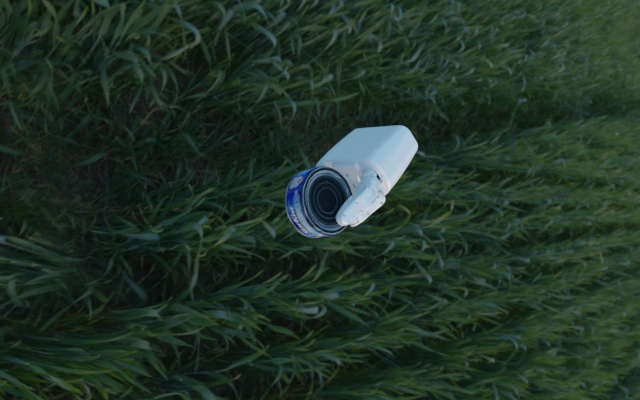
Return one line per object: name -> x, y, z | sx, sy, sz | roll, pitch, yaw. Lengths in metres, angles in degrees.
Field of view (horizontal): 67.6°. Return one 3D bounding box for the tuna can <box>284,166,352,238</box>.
tuna can -> 0.000, 0.002, 0.585 | 0.086, 0.086, 0.034 | 0, -8, -41
